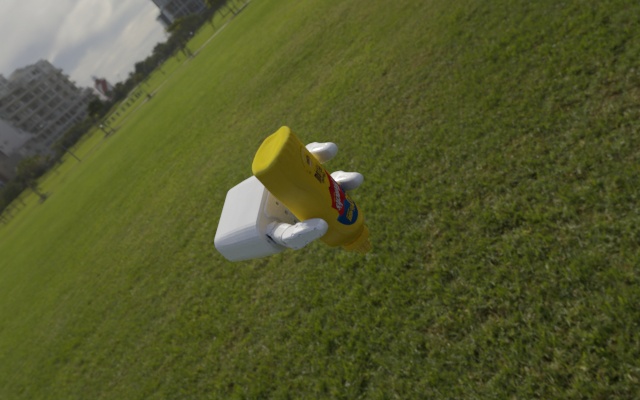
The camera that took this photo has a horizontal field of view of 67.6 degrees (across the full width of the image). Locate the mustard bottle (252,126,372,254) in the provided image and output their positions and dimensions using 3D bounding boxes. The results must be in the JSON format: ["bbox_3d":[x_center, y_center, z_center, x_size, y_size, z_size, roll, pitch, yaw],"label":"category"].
[{"bbox_3d":[0.000,0.002,0.593,0.058,0.192,0.096,-33,26,21],"label":"mustard bottle"}]
